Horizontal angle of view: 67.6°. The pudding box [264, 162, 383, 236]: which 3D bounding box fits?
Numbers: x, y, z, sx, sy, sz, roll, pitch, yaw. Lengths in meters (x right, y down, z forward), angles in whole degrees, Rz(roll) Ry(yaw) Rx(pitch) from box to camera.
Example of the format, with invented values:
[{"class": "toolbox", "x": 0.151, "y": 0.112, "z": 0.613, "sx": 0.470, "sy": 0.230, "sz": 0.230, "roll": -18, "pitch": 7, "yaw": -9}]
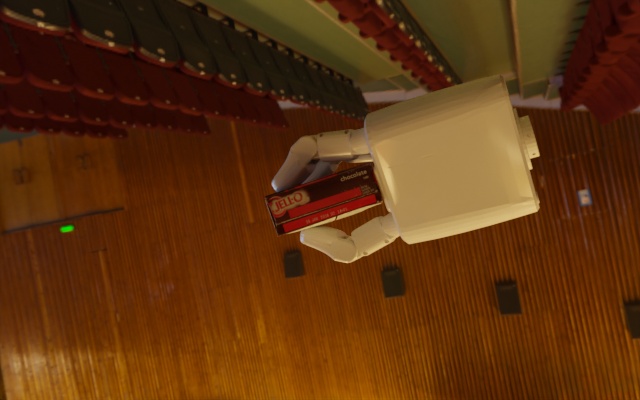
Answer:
[{"class": "pudding box", "x": 0.000, "y": 0.002, "z": 0.426, "sx": 0.090, "sy": 0.039, "sz": 0.113, "roll": -17, "pitch": -4, "yaw": -4}]
